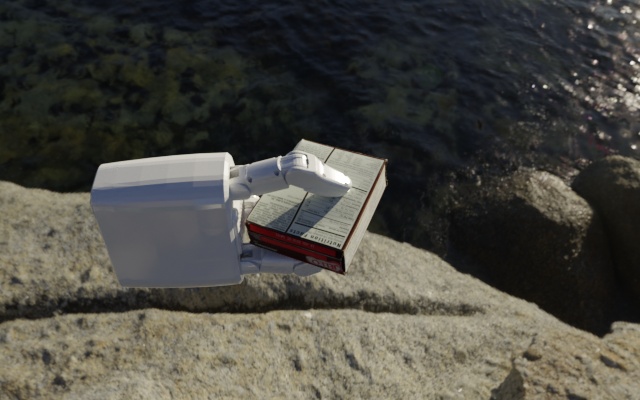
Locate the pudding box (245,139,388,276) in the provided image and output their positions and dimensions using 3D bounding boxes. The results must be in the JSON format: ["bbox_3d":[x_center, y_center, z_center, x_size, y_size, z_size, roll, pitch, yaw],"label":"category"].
[{"bbox_3d":[0.000,0.001,0.420,0.090,0.113,0.039,17,-36,17],"label":"pudding box"}]
